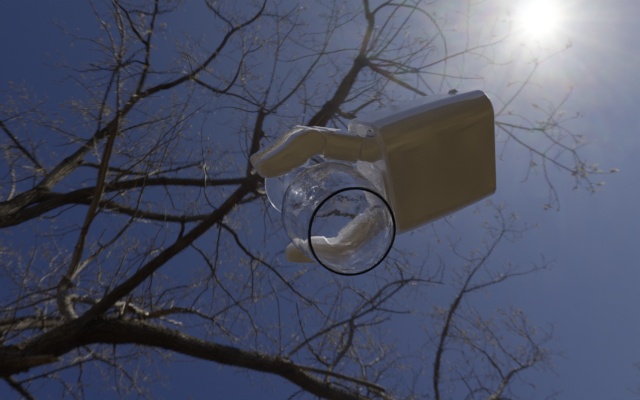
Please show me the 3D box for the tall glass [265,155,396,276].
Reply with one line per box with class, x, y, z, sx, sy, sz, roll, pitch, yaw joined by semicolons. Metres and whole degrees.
tall glass;0.000;0.001;0.414;0.079;0.079;0.201;0;12;-13
